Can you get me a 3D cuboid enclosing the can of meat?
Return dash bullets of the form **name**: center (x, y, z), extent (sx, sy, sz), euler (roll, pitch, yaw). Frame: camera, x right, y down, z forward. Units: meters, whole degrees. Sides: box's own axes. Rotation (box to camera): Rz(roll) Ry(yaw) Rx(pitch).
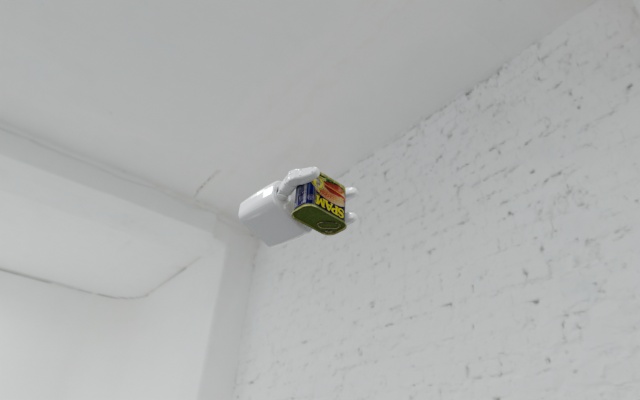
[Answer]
- **can of meat**: center (0.000, 0.002, 0.860), extent (0.102, 0.084, 0.057), euler (30, -43, -33)
